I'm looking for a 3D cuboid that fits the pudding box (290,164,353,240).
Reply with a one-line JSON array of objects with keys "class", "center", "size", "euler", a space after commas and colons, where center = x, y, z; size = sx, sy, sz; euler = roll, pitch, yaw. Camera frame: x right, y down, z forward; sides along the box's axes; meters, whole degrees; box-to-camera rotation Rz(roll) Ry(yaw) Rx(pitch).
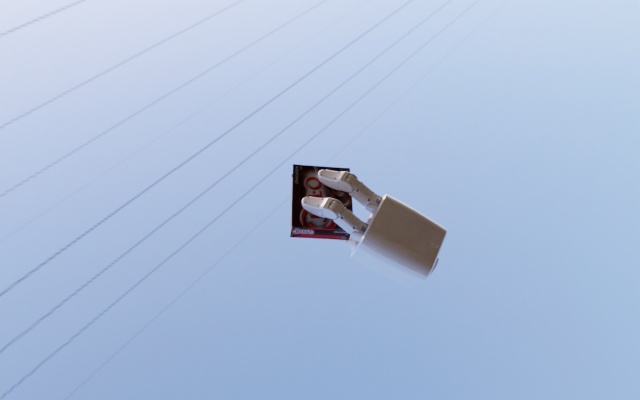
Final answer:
[{"class": "pudding box", "center": [0.000, 0.002, 0.715], "size": [0.090, 0.113, 0.039], "euler": [4, -34, -9]}]
